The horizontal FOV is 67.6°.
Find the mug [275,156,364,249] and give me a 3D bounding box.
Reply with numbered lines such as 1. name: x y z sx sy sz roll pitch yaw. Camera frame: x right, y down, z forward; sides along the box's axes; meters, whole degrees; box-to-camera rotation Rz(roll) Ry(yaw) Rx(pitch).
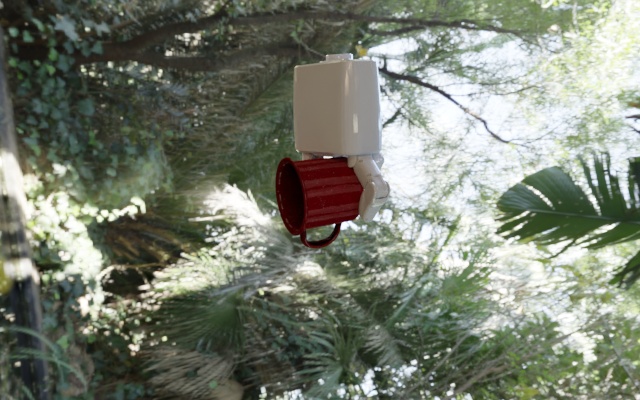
1. mug: 0.000 0.003 0.581 0.081 0.117 0.093 -9 15 -25
